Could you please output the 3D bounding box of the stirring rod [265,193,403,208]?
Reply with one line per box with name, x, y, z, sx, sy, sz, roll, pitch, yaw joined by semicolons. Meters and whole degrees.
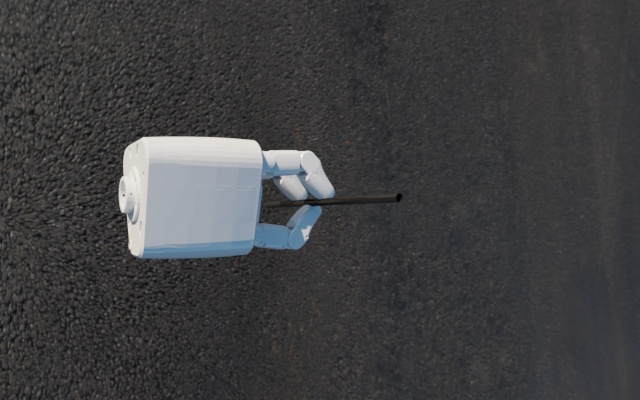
stirring rod;0.000;0.002;0.503;0.011;0.011;0.239;0;-2;-34
